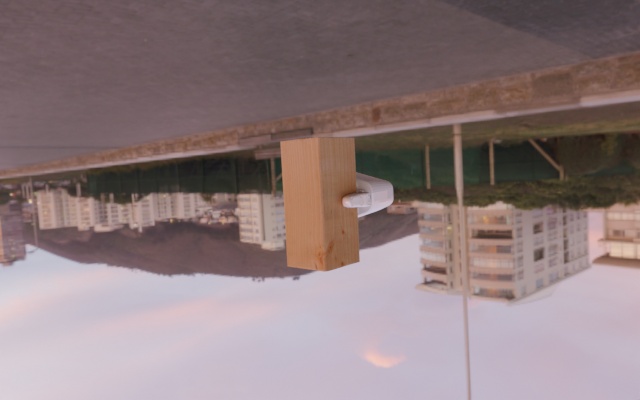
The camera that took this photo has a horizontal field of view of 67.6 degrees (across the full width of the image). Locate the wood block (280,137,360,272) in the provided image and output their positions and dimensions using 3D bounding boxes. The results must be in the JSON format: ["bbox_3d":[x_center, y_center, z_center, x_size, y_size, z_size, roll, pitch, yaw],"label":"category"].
[{"bbox_3d":[0.001,0.003,0.782,0.091,0.206,0.090,0,5,43],"label":"wood block"}]
